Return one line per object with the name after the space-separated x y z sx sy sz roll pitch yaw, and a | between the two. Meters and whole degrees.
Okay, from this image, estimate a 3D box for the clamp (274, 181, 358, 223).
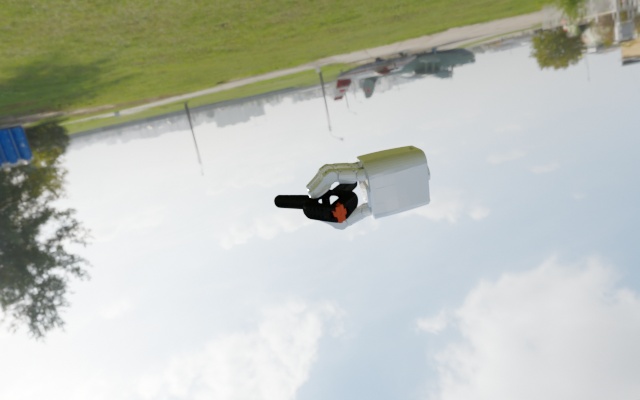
0.001 0.004 0.828 0.164 0.036 0.210 -14 14 -2 | clamp
